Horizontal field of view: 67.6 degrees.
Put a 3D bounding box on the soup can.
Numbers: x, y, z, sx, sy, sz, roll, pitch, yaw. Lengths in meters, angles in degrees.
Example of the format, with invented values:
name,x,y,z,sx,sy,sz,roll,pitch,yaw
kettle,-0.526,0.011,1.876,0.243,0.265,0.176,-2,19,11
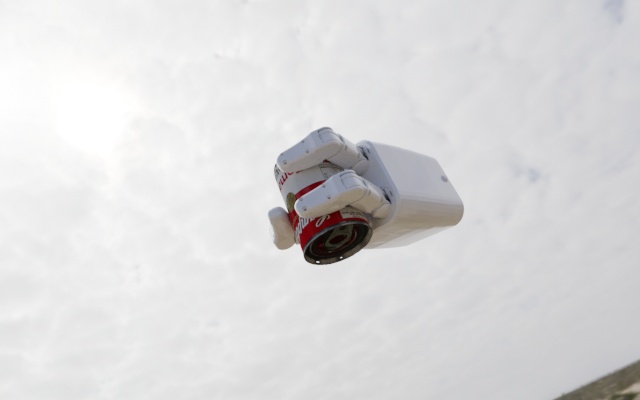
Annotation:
name,x,y,z,sx,sy,sz,roll,pitch,yaw
soup can,0.000,0.001,0.462,0.068,0.102,0.069,-16,-33,-11
